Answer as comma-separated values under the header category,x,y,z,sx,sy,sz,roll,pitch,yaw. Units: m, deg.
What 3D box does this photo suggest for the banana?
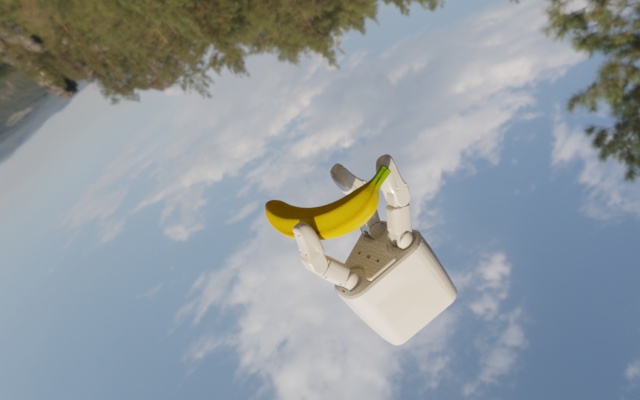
category,x,y,z,sx,sy,sz,roll,pitch,yaw
banana,-0.004,0.015,0.544,0.198,0.069,0.037,-14,-50,42
